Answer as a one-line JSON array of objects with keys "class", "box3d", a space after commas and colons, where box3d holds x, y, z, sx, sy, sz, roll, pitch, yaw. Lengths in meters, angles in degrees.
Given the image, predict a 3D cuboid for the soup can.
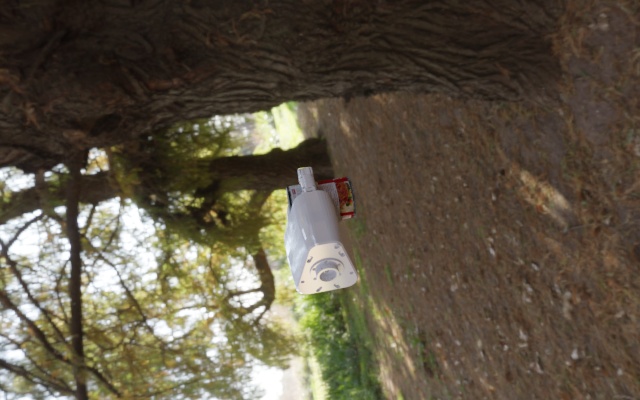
[{"class": "soup can", "box3d": [0.000, 0.002, 0.769, 0.102, 0.068, 0.068, -10, 1, -6]}]
